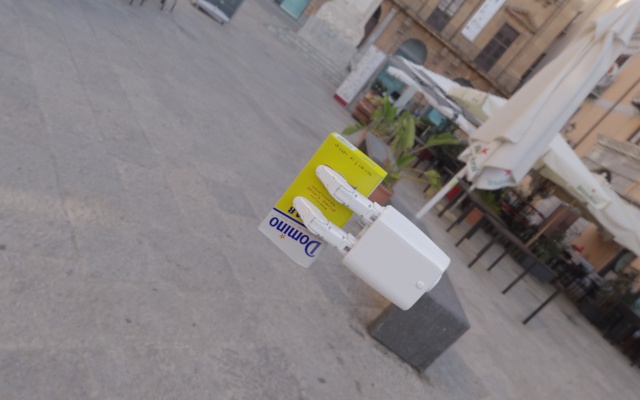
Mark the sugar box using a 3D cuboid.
[{"bbox_3d":[0.000,0.002,0.662,0.093,0.176,0.048,40,17,6],"label":"sugar box"}]
